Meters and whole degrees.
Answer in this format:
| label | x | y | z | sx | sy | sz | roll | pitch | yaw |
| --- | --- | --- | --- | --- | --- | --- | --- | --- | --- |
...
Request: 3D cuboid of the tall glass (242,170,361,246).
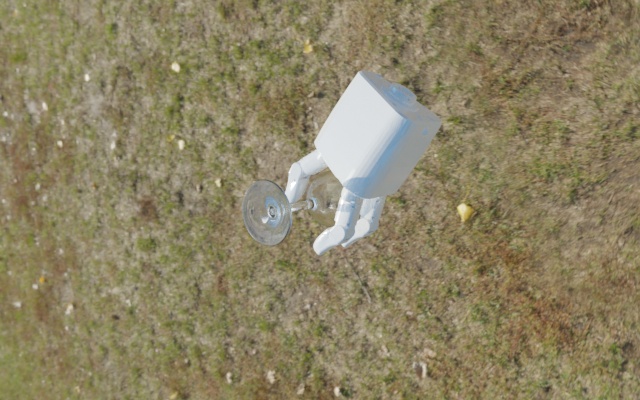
| label | x | y | z | sx | sy | sz | roll | pitch | yaw |
| --- | --- | --- | --- | --- | --- | --- | --- | --- | --- |
| tall glass | 0.000 | 0.002 | 0.604 | 0.079 | 0.079 | 0.201 | 0 | 7 | 38 |
